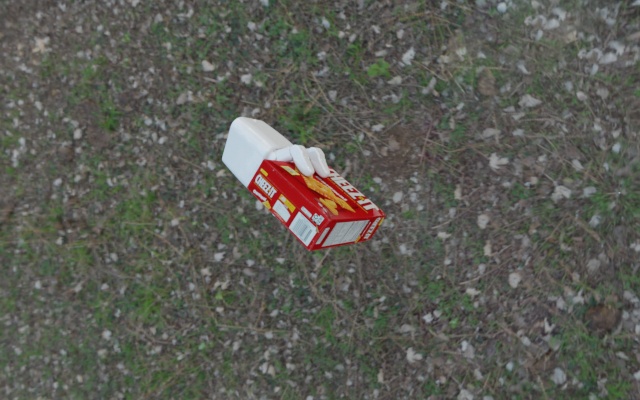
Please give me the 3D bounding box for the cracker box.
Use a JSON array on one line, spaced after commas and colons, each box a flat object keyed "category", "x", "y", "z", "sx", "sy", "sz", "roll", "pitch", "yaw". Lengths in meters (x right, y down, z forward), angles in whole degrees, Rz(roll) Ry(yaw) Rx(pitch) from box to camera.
[{"category": "cracker box", "x": 0.000, "y": 0.003, "z": 0.849, "sx": 0.164, "sy": 0.072, "sz": 0.213, "roll": 43, "pitch": 22, "yaw": 24}]
